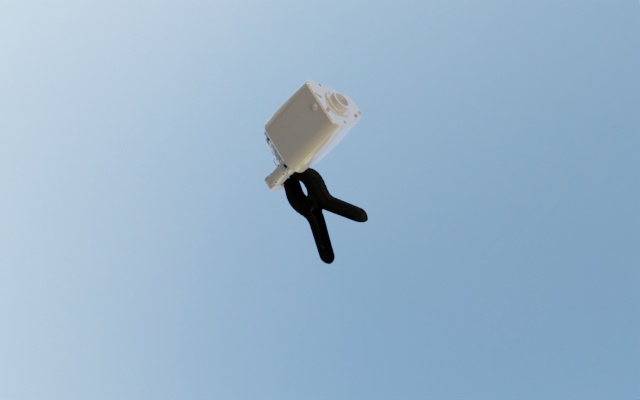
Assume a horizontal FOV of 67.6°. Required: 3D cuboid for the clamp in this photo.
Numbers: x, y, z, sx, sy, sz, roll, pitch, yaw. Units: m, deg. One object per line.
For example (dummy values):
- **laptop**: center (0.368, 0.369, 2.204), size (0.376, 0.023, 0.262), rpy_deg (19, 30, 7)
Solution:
- **clamp**: center (0.000, 0.002, 0.744), size (0.120, 0.171, 0.039), rpy_deg (-42, -15, 35)
